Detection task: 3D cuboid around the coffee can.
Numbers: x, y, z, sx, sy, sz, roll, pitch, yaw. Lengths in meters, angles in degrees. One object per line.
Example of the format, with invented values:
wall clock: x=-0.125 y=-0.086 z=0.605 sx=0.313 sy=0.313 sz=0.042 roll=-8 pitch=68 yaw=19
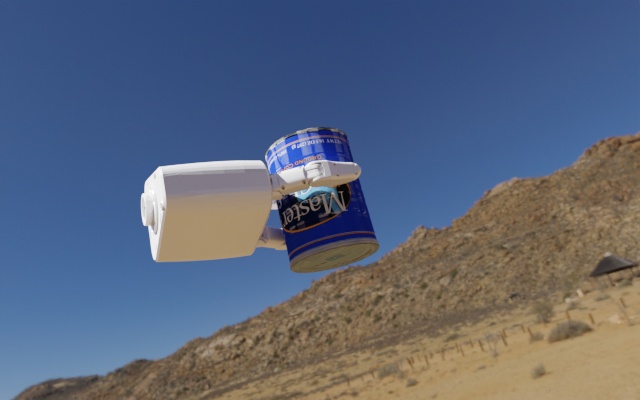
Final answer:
coffee can: x=0.000 y=0.002 z=0.554 sx=0.103 sy=0.140 sz=0.103 roll=-13 pitch=-19 yaw=-5
